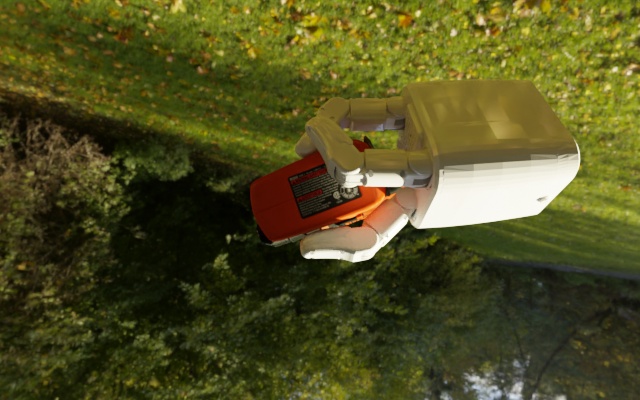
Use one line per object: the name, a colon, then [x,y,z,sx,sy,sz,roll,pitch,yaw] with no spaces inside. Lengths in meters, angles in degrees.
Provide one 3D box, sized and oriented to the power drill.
power drill: [0.000,0.001,0.455,0.184,0.057,0.187,-23,-6,10]
